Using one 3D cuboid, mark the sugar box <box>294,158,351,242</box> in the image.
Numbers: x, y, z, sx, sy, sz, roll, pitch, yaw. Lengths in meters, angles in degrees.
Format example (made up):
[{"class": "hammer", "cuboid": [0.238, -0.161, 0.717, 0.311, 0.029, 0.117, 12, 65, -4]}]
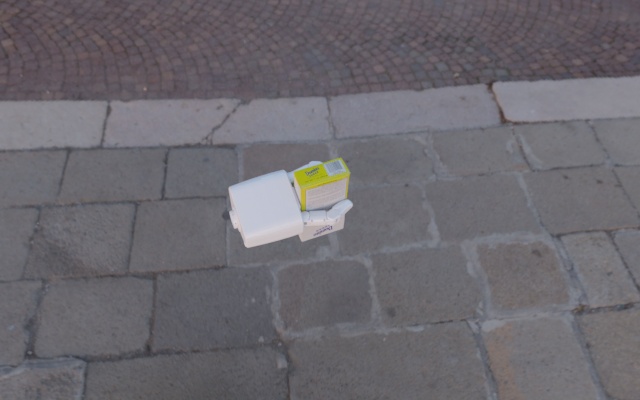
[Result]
[{"class": "sugar box", "cuboid": [0.000, 0.002, 0.883, 0.093, 0.048, 0.176, -17, -31, -14]}]
